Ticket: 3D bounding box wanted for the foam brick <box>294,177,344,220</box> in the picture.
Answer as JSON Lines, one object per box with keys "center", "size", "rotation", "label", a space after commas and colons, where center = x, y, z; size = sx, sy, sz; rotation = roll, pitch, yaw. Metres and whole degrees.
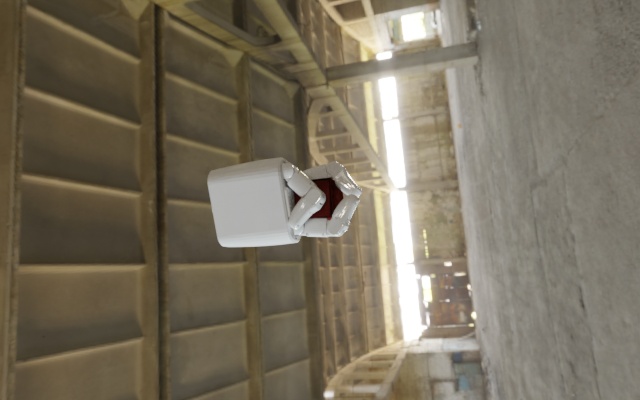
{"center": [0.000, 0.002, 0.663], "size": [0.051, 0.053, 0.078], "rotation": [-7, -11, 14], "label": "foam brick"}
